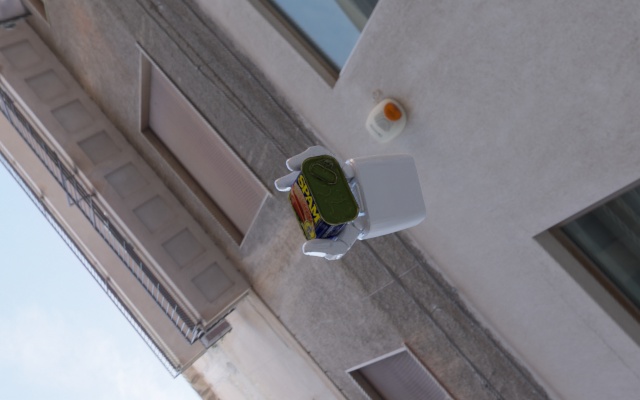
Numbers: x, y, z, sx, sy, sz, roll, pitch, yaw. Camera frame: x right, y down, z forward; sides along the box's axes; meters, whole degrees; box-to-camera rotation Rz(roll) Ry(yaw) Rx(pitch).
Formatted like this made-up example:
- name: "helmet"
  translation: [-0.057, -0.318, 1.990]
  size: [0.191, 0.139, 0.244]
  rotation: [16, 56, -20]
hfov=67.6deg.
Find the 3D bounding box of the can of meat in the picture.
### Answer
- name: "can of meat"
  translation: [0.000, 0.002, 0.662]
  size: [0.057, 0.102, 0.084]
  rotation: [-14, -21, -26]
